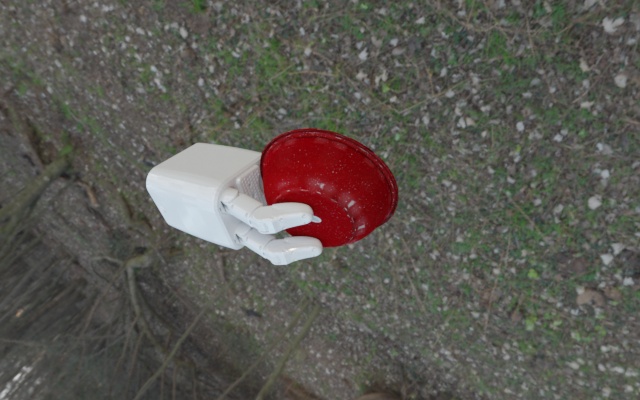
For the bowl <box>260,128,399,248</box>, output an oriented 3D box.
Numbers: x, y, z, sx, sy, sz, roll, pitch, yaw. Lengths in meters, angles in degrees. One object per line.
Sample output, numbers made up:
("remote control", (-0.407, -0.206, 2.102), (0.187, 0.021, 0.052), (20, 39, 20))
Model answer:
("bowl", (0.001, 0.002, 0.516), (0.162, 0.055, 0.162), (13, -40, 11))
